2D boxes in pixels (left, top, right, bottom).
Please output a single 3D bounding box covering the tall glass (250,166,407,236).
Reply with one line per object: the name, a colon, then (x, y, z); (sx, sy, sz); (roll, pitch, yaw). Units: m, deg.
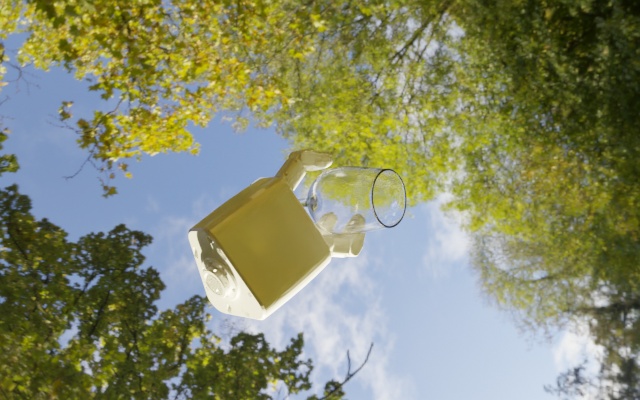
tall glass: (0.000, 0.002, 0.562); (0.201, 0.079, 0.079); (-4, -2, 43)
